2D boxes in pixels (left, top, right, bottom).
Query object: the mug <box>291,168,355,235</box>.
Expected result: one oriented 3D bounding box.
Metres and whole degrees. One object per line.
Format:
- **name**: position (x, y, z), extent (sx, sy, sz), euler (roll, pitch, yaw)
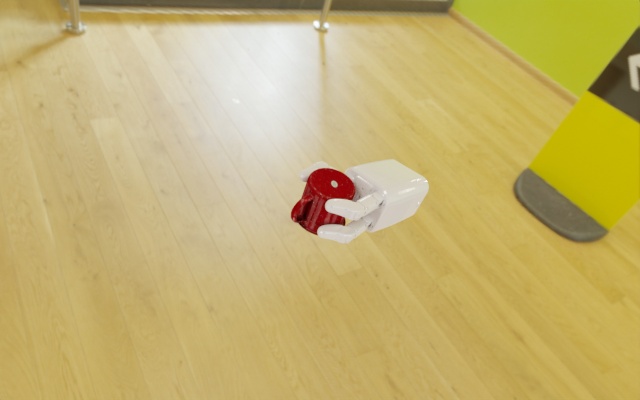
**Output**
- **mug**: position (-0.001, 0.003, 0.794), extent (0.117, 0.082, 0.093), euler (-18, 54, -35)
